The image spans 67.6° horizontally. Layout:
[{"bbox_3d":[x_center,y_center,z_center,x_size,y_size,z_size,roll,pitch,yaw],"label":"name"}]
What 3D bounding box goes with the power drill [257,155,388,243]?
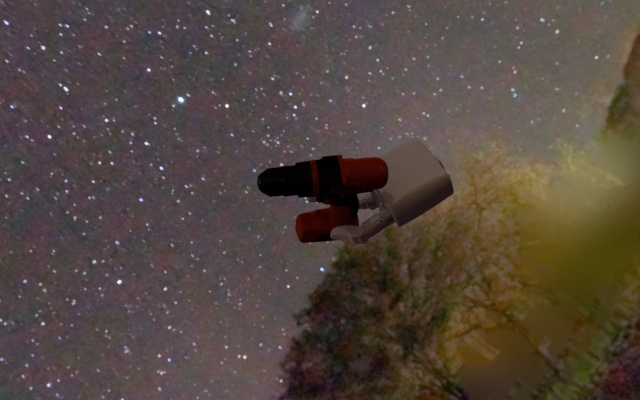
[{"bbox_3d":[0.000,0.003,0.727,0.184,0.057,0.188,-4,-28,-6],"label":"power drill"}]
